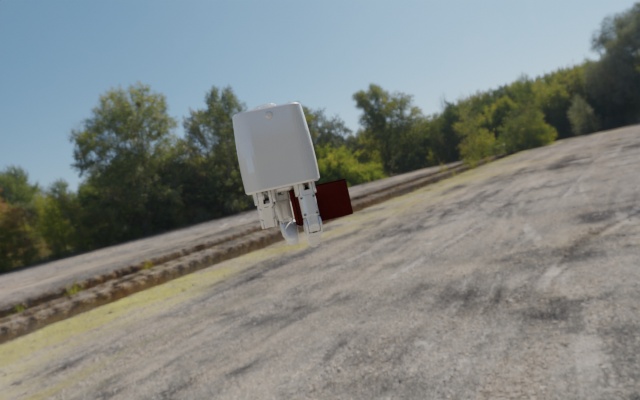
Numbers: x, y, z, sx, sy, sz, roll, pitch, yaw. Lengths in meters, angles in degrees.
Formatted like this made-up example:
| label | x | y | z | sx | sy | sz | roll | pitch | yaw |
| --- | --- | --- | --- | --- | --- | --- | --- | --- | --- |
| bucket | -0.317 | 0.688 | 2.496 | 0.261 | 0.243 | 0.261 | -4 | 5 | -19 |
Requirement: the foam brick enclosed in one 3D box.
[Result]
| label | x | y | z | sx | sy | sz | roll | pitch | yaw |
| --- | --- | --- | --- | --- | --- | --- | --- | --- | --- |
| foam brick | 0.000 | 0.002 | 0.667 | 0.078 | 0.051 | 0.053 | -12 | 0 | -8 |
